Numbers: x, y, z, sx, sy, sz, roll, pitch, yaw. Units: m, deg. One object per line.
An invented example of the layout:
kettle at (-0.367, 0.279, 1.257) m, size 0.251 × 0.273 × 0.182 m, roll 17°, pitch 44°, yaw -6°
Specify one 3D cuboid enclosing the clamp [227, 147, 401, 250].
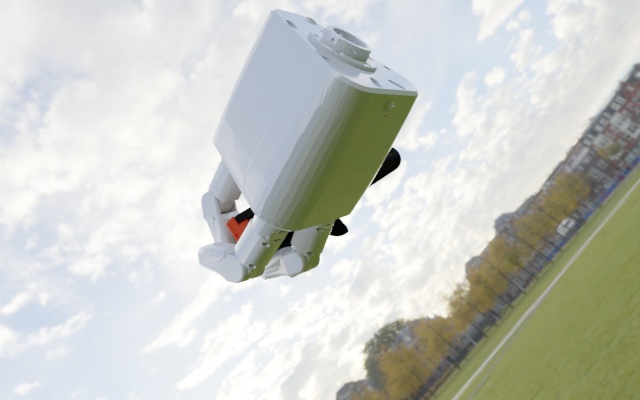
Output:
clamp at (0.000, 0.001, 0.419) m, size 0.039 × 0.120 × 0.171 m, roll 45°, pitch 31°, yaw 22°
